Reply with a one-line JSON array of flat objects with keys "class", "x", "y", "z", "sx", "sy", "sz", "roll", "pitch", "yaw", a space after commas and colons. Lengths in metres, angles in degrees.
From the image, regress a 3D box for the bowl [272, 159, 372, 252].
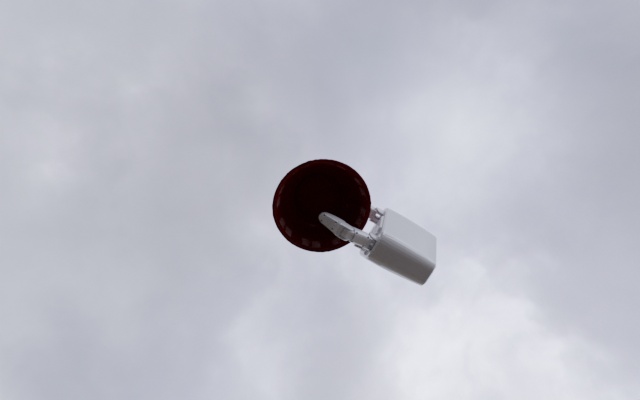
[{"class": "bowl", "x": -0.001, "y": 0.002, "z": 0.795, "sx": 0.162, "sy": 0.162, "sz": 0.055, "roll": 0, "pitch": 20, "yaw": -6}]
